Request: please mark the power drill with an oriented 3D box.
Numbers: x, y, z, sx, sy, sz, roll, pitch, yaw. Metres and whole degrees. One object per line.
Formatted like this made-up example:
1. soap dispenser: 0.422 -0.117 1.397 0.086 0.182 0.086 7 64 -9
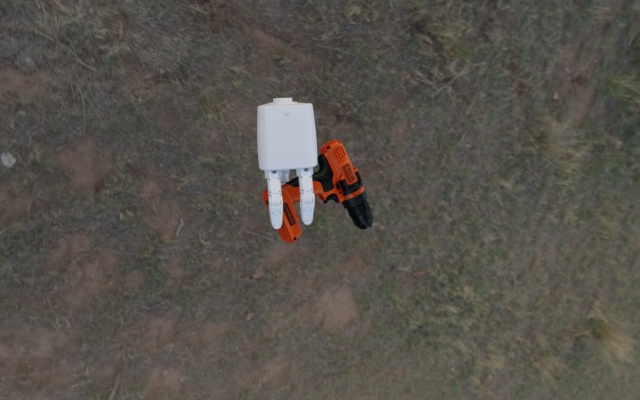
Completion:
1. power drill: 0.000 0.003 0.889 0.187 0.184 0.057 -30 11 -26
